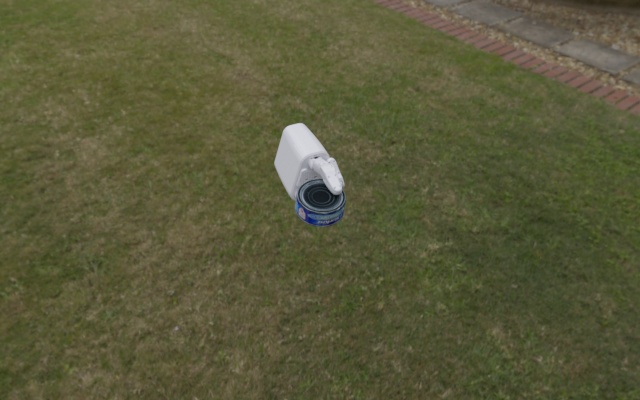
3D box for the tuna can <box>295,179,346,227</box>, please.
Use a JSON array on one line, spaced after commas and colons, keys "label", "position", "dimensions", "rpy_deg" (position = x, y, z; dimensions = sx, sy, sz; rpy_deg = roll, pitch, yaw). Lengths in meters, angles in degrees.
[{"label": "tuna can", "position": [0.000, 0.002, 0.816], "dimensions": [0.086, 0.086, 0.034], "rpy_deg": [0, -44, -7]}]
